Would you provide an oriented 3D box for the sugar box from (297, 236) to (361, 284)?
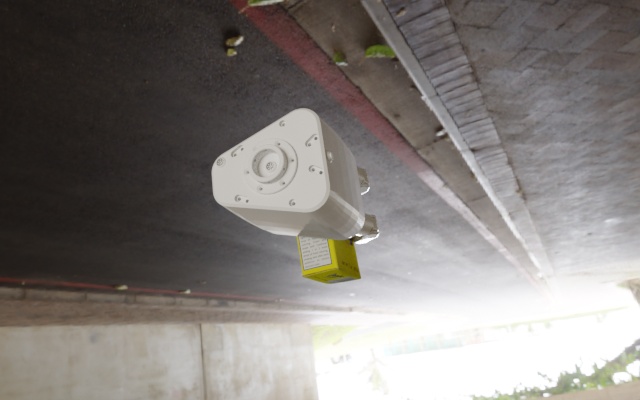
[{"bbox_3d":[0.001,0.002,0.538,0.048,0.176,0.093,-13,-19,16],"label":"sugar box"}]
